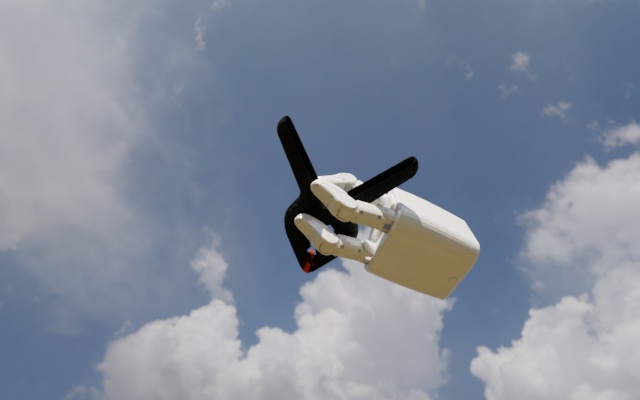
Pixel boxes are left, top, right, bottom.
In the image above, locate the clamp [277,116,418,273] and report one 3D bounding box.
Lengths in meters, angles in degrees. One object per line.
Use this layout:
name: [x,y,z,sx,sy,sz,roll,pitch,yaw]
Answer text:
clamp: [0.000,0.002,0.586,0.164,0.210,0.036,24,34,-3]
